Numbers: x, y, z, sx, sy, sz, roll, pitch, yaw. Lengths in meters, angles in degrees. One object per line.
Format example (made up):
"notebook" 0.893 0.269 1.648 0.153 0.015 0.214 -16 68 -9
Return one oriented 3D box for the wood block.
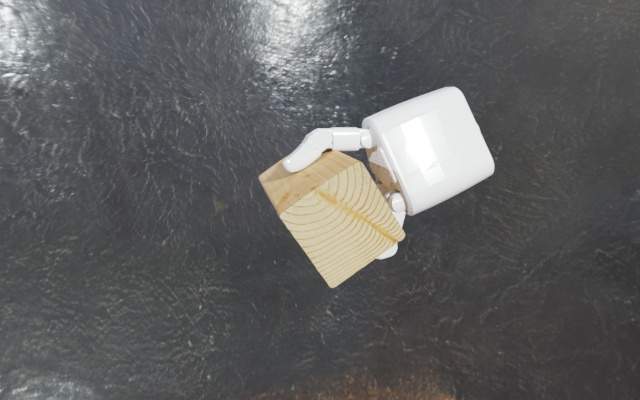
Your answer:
"wood block" 0.000 0.001 0.531 0.090 0.091 0.206 -34 17 -4
